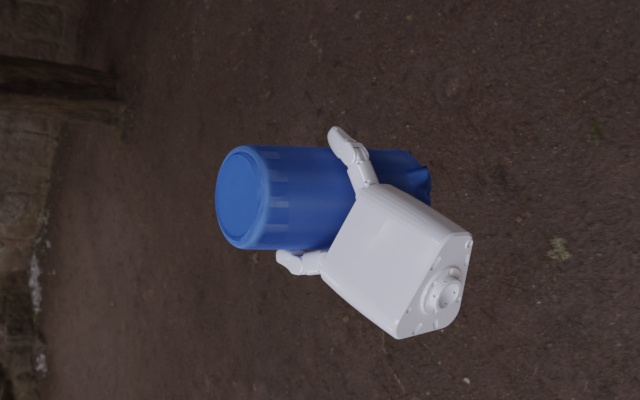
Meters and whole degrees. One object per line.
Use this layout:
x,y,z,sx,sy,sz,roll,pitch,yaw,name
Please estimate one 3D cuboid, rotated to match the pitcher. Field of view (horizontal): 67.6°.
0.000,0.002,0.569,0.243,0.149,0.145,1,24,-39,pitcher
